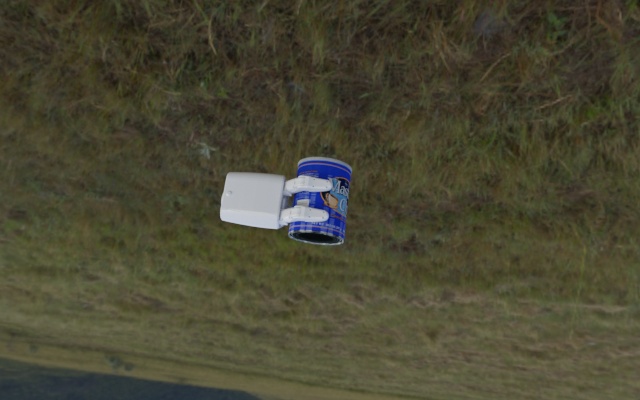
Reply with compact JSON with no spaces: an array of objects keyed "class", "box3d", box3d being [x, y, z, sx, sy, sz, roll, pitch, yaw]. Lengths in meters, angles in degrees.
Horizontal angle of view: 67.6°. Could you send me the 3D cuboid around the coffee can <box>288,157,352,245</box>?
[{"class":"coffee can","box3d":[0.000,0.003,0.882,0.103,0.140,0.103,7,-16,2]}]
